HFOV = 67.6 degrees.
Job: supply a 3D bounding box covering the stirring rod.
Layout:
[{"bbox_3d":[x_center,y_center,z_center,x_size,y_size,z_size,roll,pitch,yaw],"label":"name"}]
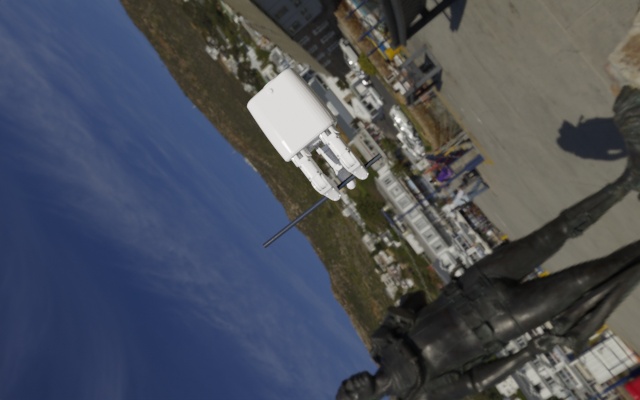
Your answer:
[{"bbox_3d":[0.000,0.002,0.759,0.239,0.011,0.011,-38,-10,12],"label":"stirring rod"}]
